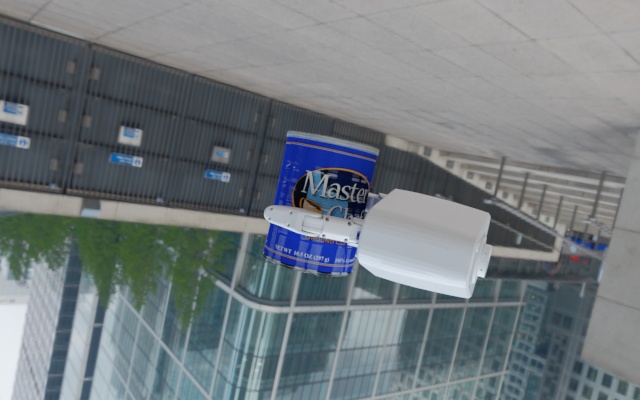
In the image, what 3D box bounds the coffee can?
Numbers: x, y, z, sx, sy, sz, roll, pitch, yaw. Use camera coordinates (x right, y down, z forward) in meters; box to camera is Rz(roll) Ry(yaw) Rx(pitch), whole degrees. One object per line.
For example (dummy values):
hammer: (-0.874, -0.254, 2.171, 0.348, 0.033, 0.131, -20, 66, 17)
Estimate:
coffee can: (0.000, 0.002, 0.529, 0.103, 0.140, 0.103, 12, 4, -1)
